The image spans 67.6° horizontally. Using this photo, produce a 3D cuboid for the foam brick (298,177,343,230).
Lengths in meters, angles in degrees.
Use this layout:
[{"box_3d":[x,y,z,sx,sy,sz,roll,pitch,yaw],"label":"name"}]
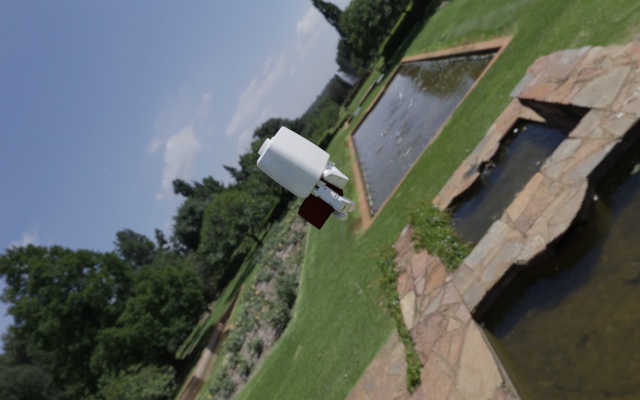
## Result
[{"box_3d":[0.000,0.003,0.881,0.051,0.078,0.053,33,13,-7],"label":"foam brick"}]
